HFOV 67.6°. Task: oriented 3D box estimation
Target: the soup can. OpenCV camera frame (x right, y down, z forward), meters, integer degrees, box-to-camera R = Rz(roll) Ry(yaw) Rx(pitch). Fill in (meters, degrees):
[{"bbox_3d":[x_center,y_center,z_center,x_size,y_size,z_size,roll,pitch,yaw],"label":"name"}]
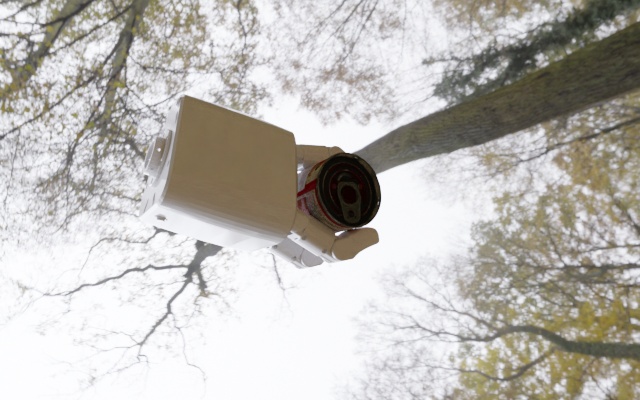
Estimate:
[{"bbox_3d":[0.000,0.002,0.456,0.068,0.068,0.102,0,-13,-33],"label":"soup can"}]
